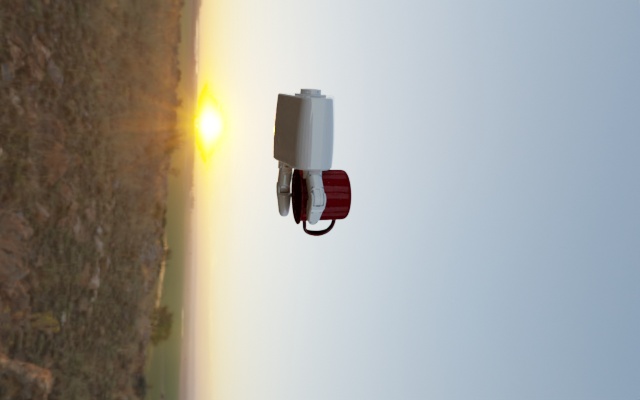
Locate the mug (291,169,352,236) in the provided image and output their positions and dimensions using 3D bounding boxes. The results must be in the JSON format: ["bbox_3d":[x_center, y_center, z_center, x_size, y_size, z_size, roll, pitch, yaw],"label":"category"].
[{"bbox_3d":[0.000,0.004,0.767,0.081,0.117,0.093,-1,17,-13],"label":"mug"}]
